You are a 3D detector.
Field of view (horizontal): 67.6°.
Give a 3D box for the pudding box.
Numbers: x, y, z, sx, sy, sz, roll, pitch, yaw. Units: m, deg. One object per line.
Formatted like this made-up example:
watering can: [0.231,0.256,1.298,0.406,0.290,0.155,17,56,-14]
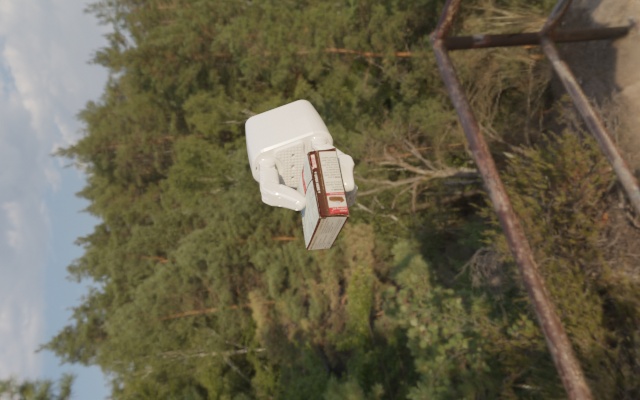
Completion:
pudding box: [0.000,0.002,0.590,0.039,0.090,0.113,-6,-23,-11]
